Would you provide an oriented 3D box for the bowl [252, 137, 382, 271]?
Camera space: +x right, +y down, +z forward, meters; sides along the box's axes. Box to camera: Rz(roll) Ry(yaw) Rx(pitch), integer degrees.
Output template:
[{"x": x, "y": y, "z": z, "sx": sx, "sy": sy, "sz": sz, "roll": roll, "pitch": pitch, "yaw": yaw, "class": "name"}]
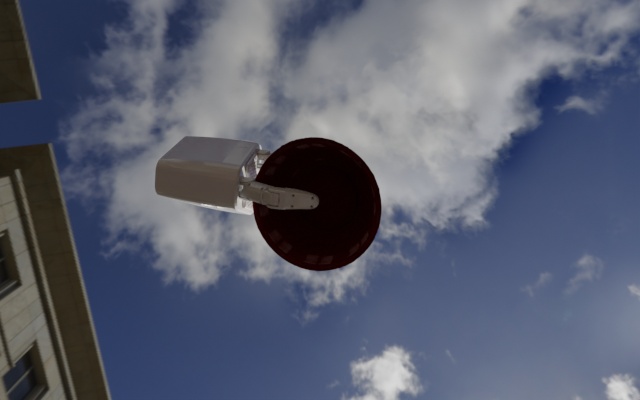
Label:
[{"x": 0.001, "y": 0.002, "z": 0.590, "sx": 0.162, "sy": 0.162, "sz": 0.055, "roll": 0, "pitch": 10, "yaw": 18, "class": "bowl"}]
